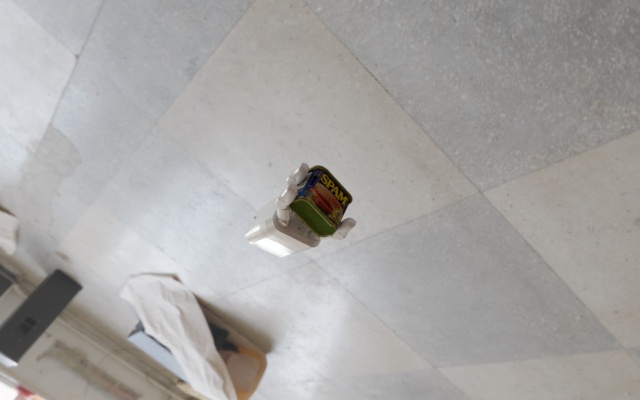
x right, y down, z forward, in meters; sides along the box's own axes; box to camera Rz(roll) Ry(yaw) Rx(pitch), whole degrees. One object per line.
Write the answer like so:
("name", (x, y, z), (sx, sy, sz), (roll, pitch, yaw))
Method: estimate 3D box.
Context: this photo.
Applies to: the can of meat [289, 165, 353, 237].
("can of meat", (0.000, 0.003, 0.853), (0.057, 0.084, 0.102), (-21, -59, 43))
